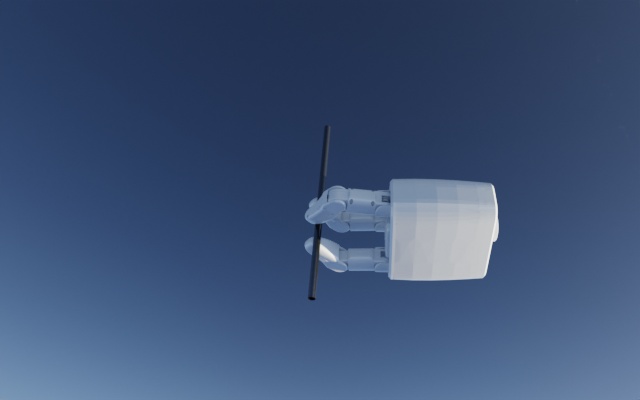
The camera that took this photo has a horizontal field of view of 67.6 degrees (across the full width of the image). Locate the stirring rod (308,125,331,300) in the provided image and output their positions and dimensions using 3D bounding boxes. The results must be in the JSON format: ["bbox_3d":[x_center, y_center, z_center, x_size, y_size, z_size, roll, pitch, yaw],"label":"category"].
[{"bbox_3d":[0.000,0.002,0.548,0.011,0.239,0.011,3,-36,3],"label":"stirring rod"}]
